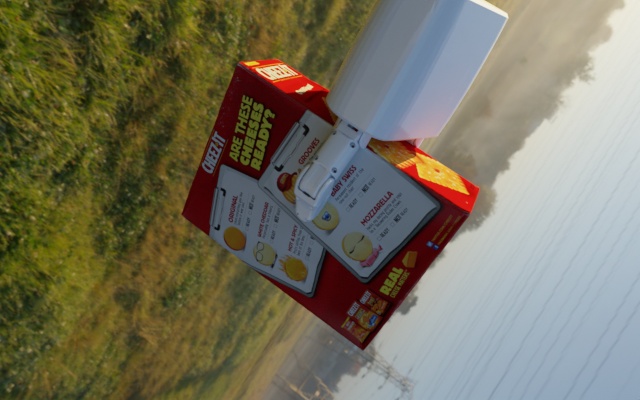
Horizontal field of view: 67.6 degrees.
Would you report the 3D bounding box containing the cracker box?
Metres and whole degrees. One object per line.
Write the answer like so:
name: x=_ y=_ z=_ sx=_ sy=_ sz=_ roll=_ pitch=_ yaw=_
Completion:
cracker box: x=0.000 y=0.002 z=0.422 sx=0.213 sy=0.164 sz=0.072 roll=35 pitch=30 yaw=10
